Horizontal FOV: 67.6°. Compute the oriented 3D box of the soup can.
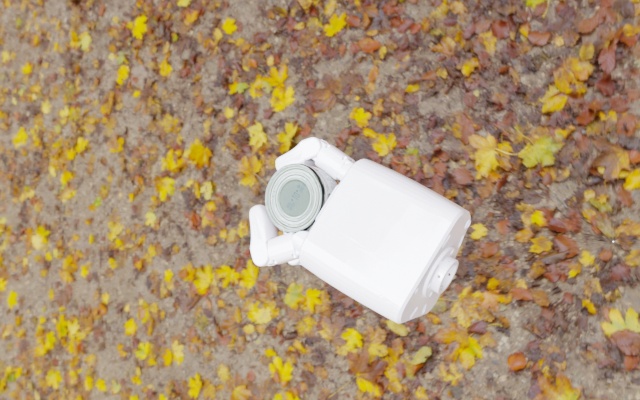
[{"bbox_3d":[0.000,0.001,0.486,0.068,0.068,0.102,0,-4,31],"label":"soup can"}]
